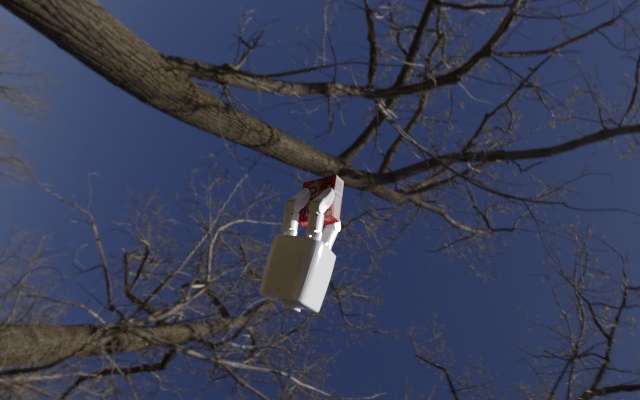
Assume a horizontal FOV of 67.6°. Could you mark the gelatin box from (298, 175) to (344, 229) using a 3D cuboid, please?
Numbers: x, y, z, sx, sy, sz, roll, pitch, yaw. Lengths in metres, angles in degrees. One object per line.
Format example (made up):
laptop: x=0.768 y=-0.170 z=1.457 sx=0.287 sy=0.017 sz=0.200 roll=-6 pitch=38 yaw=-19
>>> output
gelatin box: x=0.000 y=0.003 z=0.859 sx=0.073 sy=0.089 sz=0.030 roll=-12 pitch=-35 yaw=31
